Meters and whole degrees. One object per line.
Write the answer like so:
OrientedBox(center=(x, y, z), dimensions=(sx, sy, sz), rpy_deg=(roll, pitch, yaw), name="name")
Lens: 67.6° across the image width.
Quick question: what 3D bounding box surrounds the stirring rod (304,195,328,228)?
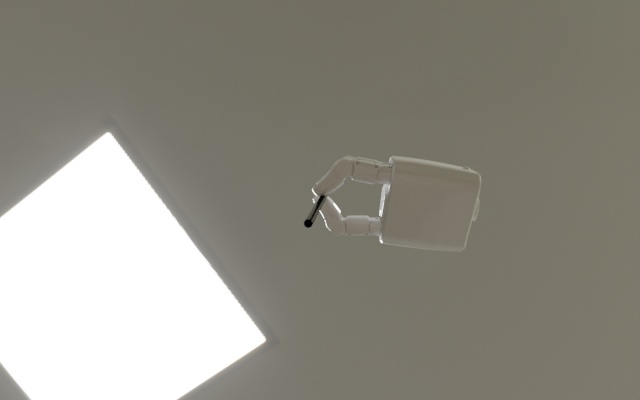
OrientedBox(center=(0.000, 0.002, 0.558), dimensions=(0.011, 0.011, 0.239), rpy_deg=(0, 9, 6), name="stirring rod")
